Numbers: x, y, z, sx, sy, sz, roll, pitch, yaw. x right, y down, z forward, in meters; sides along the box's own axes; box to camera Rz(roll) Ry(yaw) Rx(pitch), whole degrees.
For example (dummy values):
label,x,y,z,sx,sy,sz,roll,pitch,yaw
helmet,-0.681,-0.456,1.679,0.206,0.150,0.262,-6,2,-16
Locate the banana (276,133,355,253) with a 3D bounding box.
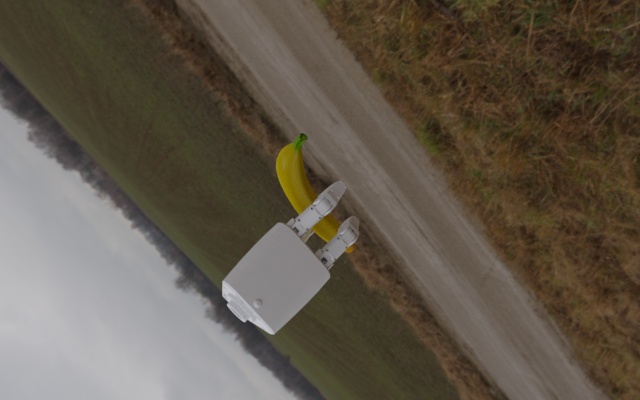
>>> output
label,x,y,z,sx,sy,sz,roll,pitch,yaw
banana,-0.014,-0.002,0.669,0.069,0.198,0.037,9,45,45
